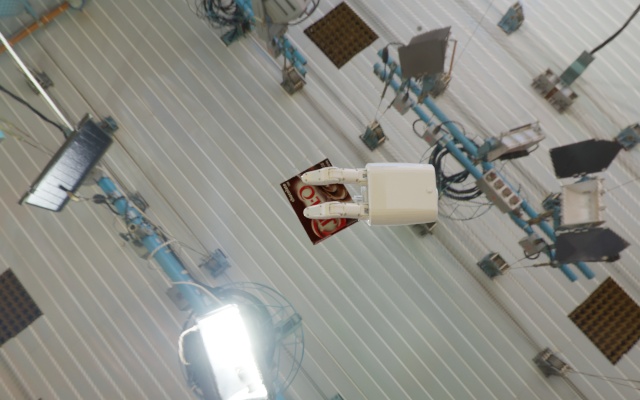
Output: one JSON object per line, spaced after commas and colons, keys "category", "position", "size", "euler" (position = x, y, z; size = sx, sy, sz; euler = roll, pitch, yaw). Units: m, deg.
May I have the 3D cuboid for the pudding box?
{"category": "pudding box", "position": [0.000, 0.003, 0.768], "size": [0.090, 0.113, 0.039], "euler": [-29, -12, -5]}
